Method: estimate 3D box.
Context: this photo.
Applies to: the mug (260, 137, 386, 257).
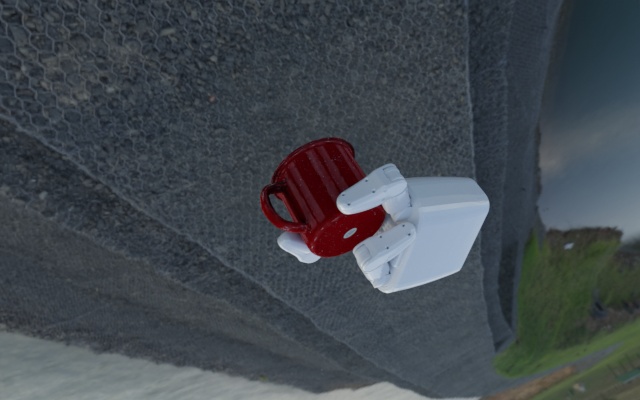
[{"bbox_3d":[-0.001,0.002,0.454,0.117,0.081,0.093,-7,-38,-33],"label":"mug"}]
